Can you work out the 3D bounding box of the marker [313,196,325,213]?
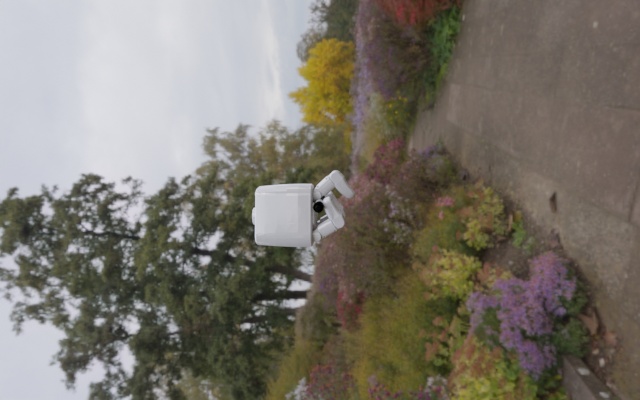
[{"bbox_3d":[0.000,0.003,0.892,0.020,0.020,0.121,0,10,5],"label":"marker"}]
